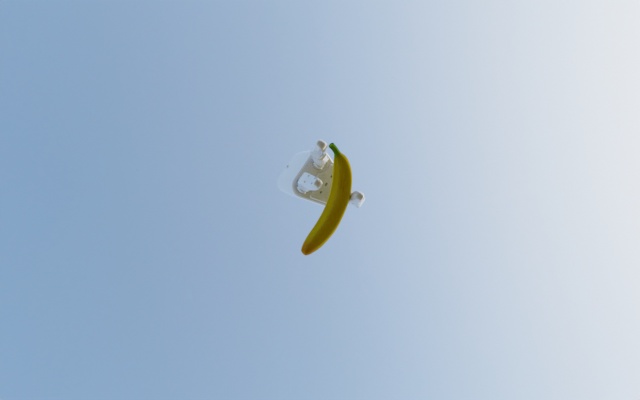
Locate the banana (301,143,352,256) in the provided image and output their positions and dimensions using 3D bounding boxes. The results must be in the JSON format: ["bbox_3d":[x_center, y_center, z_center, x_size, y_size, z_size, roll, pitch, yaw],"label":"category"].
[{"bbox_3d":[0.017,0.003,0.833,0.069,0.198,0.037,13,1,-26],"label":"banana"}]
